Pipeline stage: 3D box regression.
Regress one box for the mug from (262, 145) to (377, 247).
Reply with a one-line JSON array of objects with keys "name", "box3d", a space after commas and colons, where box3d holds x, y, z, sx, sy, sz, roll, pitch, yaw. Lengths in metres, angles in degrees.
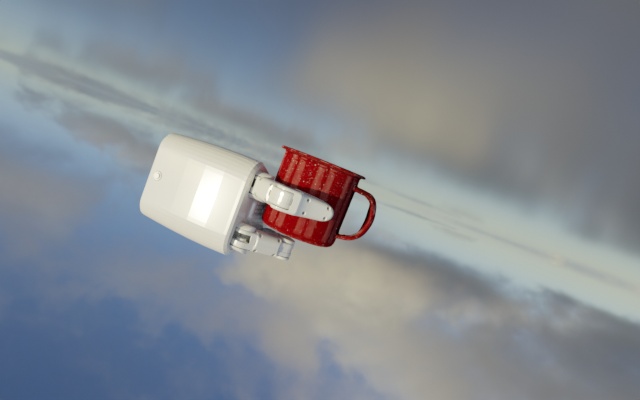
[{"name": "mug", "box3d": [0.001, 0.002, 0.493, 0.117, 0.081, 0.093, 22, 4, 13]}]
